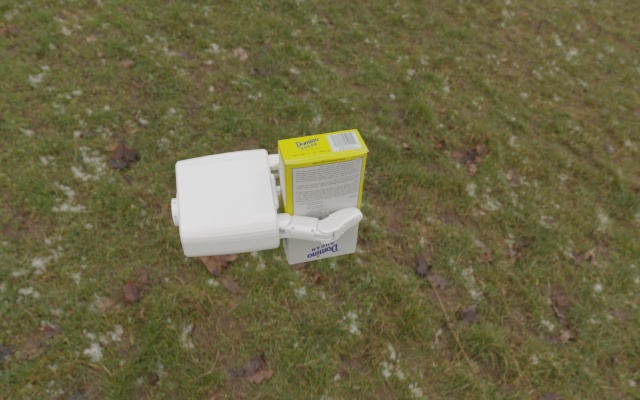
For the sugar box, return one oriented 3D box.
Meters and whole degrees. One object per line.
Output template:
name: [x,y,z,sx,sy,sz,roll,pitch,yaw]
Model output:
sugar box: [0.000,0.001,0.569,0.093,0.048,0.176,-9,-40,-11]
